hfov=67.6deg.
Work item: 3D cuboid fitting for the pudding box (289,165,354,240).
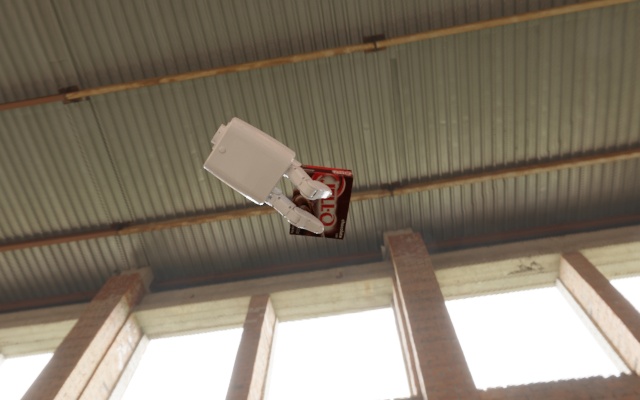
[{"bbox_3d":[0.000,0.002,0.759,0.090,0.113,0.039,6,25,-3],"label":"pudding box"}]
